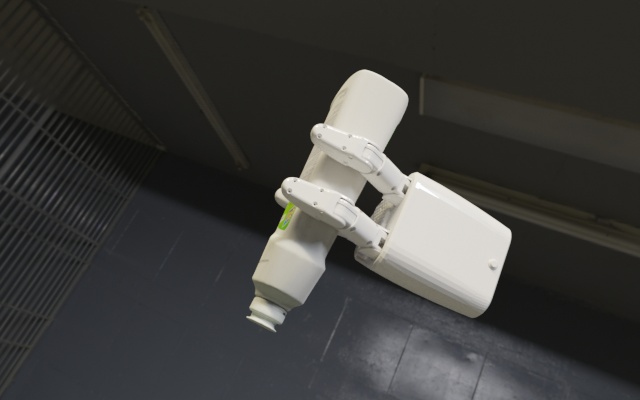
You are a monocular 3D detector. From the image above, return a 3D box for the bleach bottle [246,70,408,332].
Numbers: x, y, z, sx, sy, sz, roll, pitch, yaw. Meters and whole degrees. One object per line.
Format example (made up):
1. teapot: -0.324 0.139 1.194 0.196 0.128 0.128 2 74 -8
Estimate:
1. bleach bottle: 0.000 0.001 0.452 0.068 0.250 0.102 29 -20 -6
